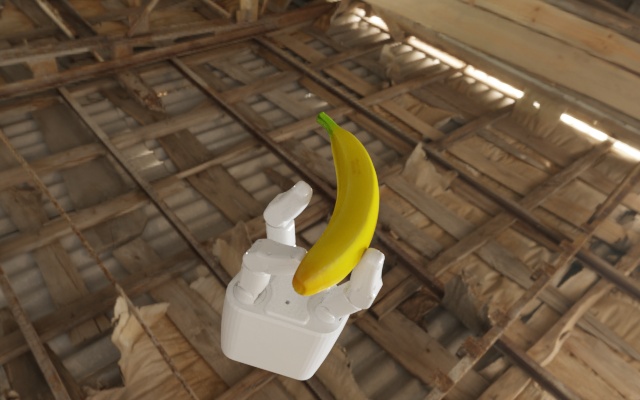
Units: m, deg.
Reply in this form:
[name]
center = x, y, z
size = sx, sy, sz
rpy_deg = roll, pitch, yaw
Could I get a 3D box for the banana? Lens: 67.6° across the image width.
[banana]
center = 0.018, 0.004, 0.411
size = 0.069, 0.197, 0.037
rpy_deg = 16, -44, -11
